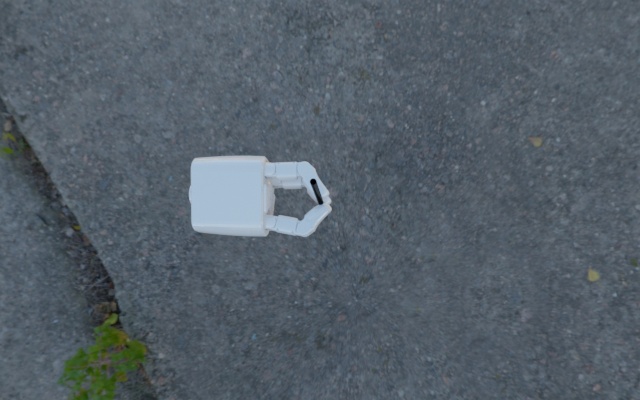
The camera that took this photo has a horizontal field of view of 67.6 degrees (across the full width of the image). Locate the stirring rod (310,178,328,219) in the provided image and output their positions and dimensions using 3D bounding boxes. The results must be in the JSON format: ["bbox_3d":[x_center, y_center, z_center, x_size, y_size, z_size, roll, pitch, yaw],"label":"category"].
[{"bbox_3d":[0.000,0.002,0.684,0.011,0.011,0.239,0,-12,4],"label":"stirring rod"}]
